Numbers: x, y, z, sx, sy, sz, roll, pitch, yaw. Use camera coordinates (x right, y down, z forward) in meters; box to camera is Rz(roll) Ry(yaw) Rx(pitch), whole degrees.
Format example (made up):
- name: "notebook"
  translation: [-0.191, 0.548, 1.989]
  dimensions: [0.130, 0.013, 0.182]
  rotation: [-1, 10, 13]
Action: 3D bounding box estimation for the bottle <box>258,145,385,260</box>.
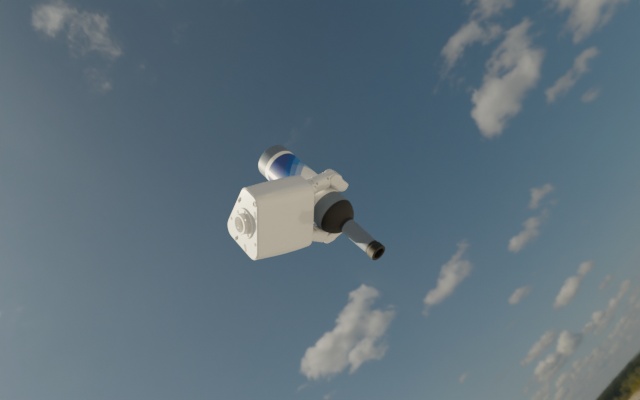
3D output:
- name: "bottle"
  translation: [0.000, 0.003, 0.818]
  dimensions: [0.069, 0.069, 0.295]
  rotation: [0, 32, -46]
